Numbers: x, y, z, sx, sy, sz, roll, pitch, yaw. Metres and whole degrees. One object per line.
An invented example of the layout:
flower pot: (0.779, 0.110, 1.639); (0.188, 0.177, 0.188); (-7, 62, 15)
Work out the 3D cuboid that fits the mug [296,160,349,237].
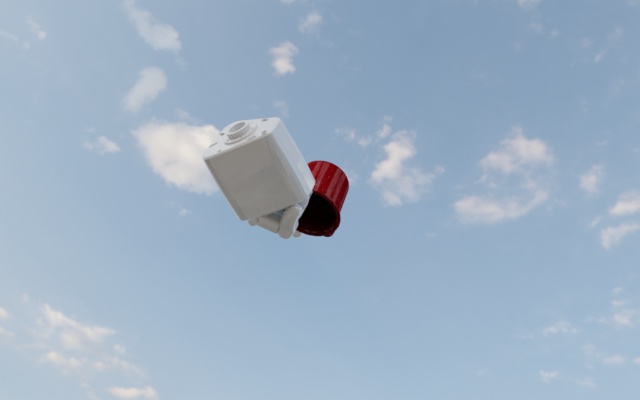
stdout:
mug: (0.001, 0.003, 0.727); (0.093, 0.117, 0.081); (-8, 37, 27)
